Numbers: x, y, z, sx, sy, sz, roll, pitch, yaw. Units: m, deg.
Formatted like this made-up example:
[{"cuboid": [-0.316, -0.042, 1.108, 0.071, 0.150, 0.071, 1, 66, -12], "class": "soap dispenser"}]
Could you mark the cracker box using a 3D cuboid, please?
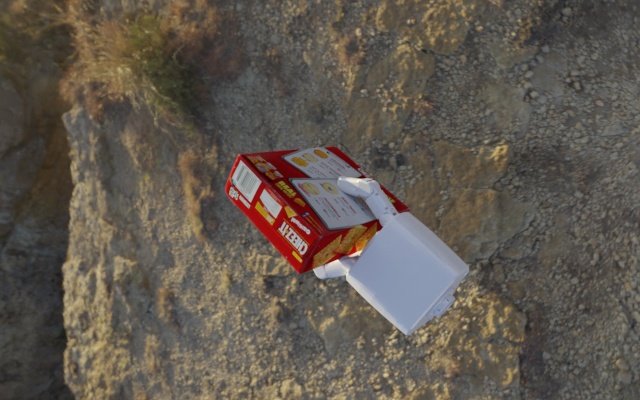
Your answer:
[{"cuboid": [0.000, 0.002, 0.666, 0.164, 0.072, 0.213, 43, 31, 25], "class": "cracker box"}]
